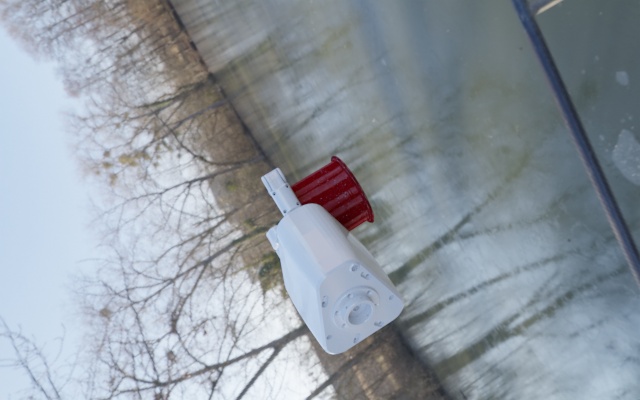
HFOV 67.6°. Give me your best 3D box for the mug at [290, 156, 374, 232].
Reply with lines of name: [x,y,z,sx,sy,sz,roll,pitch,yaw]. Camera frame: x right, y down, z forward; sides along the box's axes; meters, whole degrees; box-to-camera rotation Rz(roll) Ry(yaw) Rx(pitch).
mug: [-0.001,0.001,0.577,0.081,0.093,0.117,-31,33,-7]
